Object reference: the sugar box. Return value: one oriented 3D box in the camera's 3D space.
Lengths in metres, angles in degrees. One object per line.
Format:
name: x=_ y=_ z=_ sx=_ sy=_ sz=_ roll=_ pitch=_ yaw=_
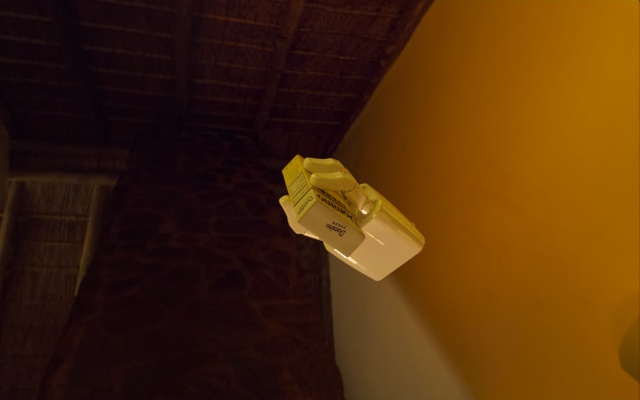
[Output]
sugar box: x=0.001 y=0.002 z=0.686 sx=0.093 sy=0.048 sz=0.176 roll=37 pitch=10 yaw=-25
